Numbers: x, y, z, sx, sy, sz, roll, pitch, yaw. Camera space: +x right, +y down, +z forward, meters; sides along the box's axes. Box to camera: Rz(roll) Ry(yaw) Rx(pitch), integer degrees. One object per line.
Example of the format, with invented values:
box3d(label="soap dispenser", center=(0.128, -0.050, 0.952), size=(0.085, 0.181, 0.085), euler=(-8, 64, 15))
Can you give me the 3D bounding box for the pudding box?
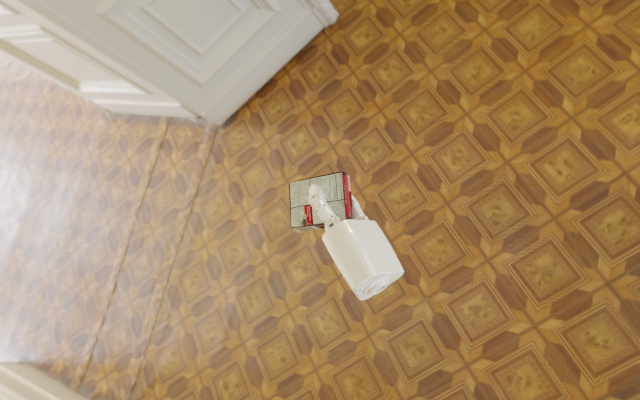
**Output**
box3d(label="pudding box", center=(0.000, 0.003, 0.850), size=(0.113, 0.090, 0.039), euler=(-9, -16, 23))
